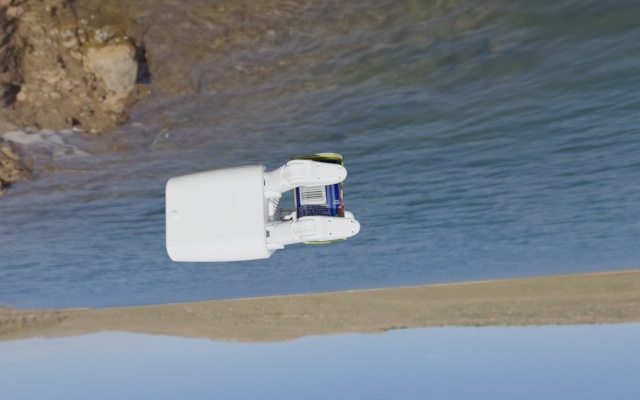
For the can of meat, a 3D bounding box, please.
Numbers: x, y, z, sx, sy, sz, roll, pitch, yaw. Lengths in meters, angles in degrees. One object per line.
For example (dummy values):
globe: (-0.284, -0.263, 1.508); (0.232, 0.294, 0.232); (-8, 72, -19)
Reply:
can of meat: (0.000, 0.002, 0.533); (0.057, 0.084, 0.102); (-5, -11, 4)
